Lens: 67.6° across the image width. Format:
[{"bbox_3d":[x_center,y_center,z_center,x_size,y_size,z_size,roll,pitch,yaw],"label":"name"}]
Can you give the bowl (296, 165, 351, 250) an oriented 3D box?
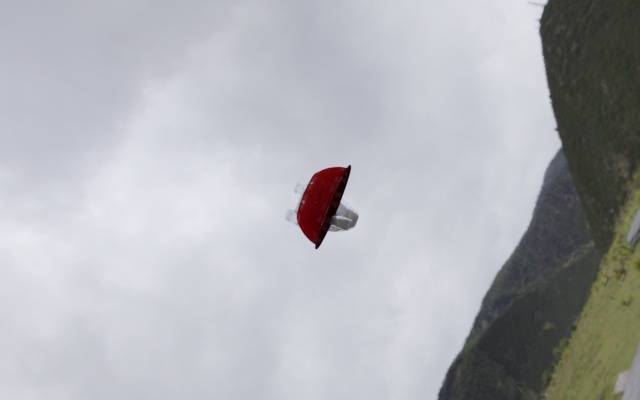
[{"bbox_3d":[0.000,0.002,0.845,0.055,0.162,0.162,22,3,6],"label":"bowl"}]
